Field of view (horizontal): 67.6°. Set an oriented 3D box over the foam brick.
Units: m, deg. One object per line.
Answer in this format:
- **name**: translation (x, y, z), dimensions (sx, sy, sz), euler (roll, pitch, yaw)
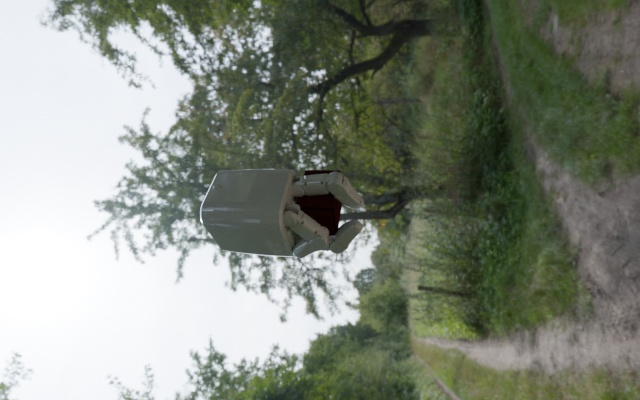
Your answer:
- **foam brick**: translation (0.000, 0.002, 0.646), dimensions (0.051, 0.053, 0.078), euler (1, 43, 10)
